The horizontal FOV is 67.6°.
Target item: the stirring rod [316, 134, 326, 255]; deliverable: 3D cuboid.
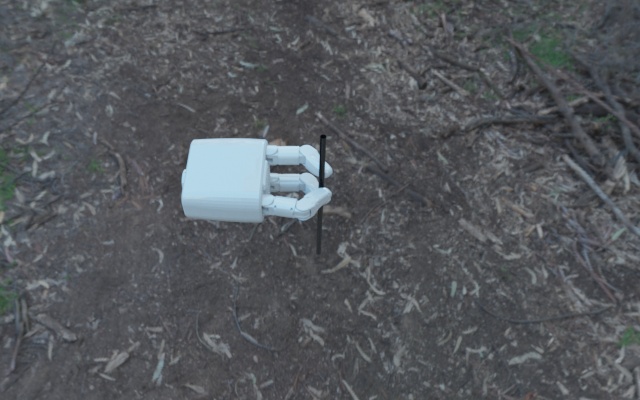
[{"bbox_3d":[0.000,0.002,0.684,0.011,0.011,0.240,0,-43,-2],"label":"stirring rod"}]
